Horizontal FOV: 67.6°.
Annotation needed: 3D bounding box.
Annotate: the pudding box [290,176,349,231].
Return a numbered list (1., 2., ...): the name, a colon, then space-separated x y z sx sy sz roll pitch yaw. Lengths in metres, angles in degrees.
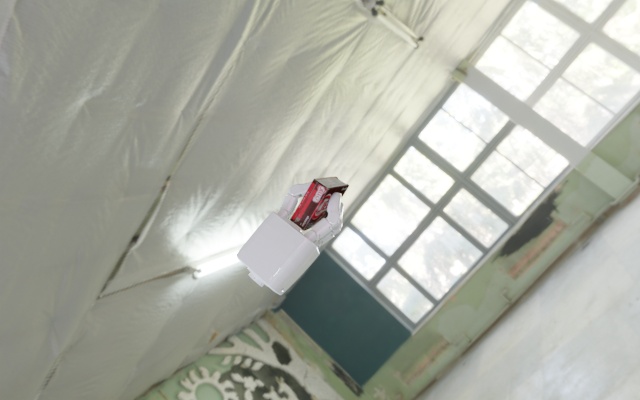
1. pudding box: 0.000 0.003 0.874 0.039 0.090 0.113 36 17 13
